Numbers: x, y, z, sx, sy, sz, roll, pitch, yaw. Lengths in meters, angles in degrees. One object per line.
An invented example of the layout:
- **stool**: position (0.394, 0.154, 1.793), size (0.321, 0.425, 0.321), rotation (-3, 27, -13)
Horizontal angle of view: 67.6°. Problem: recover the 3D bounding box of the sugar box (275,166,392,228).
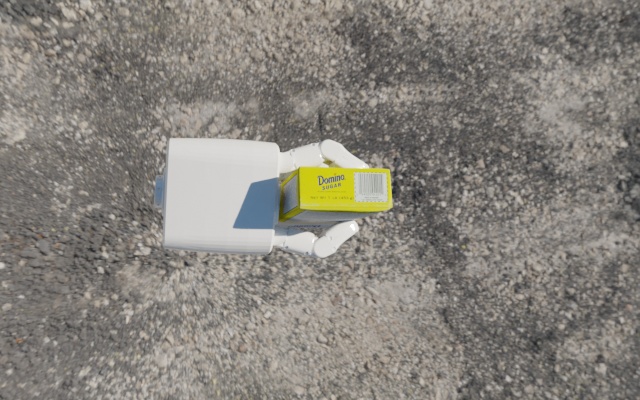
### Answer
- **sugar box**: position (0.000, 0.001, 0.522), size (0.093, 0.048, 0.176), rotation (2, -7, -17)
